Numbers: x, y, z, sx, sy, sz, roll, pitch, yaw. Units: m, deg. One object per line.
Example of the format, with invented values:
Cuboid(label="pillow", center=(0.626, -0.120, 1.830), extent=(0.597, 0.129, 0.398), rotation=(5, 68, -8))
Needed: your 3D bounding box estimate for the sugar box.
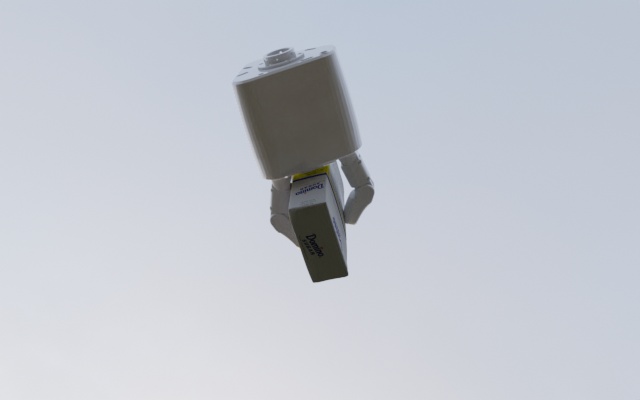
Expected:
Cuboid(label="sugar box", center=(0.000, 0.002, 0.544), extent=(0.048, 0.093, 0.176), rotation=(-12, 28, 11))
